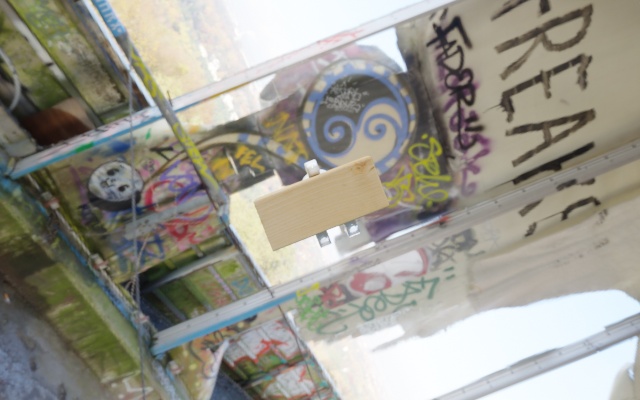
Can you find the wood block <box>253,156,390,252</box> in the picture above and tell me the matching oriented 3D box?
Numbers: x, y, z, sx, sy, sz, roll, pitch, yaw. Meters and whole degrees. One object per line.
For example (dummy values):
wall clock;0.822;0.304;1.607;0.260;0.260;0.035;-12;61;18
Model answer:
wood block;0.000;0.002;0.818;0.206;0.091;0.090;-22;5;-1
